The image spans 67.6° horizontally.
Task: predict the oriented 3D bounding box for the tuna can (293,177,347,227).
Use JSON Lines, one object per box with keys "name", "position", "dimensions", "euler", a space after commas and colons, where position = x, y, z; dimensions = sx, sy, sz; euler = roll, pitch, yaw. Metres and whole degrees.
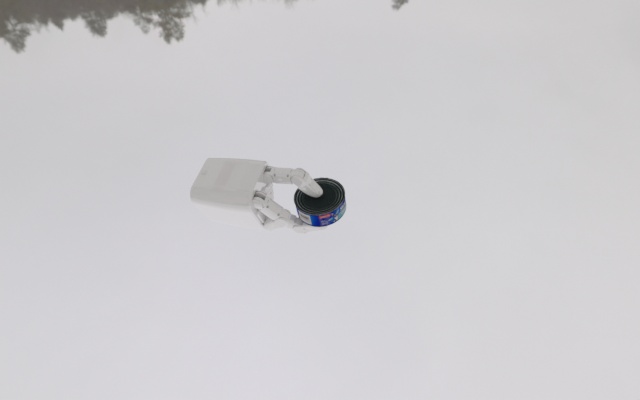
{"name": "tuna can", "position": [0.000, 0.003, 0.793], "dimensions": [0.086, 0.086, 0.034], "euler": [0, -44, 11]}
